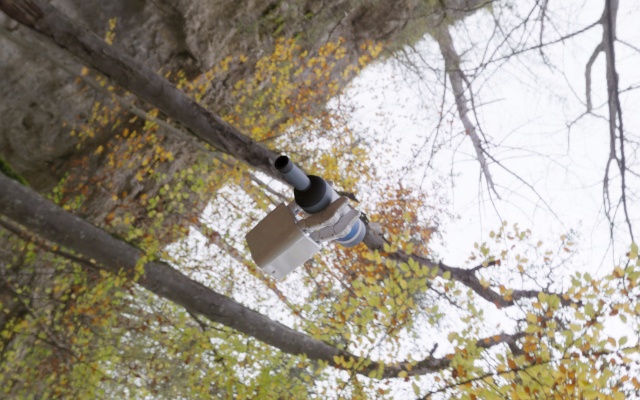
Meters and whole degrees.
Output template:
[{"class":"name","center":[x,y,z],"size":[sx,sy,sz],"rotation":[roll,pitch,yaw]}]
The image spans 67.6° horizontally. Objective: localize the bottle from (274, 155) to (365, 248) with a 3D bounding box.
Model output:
[{"class":"bottle","center":[0.000,0.003,0.891],"size":[0.069,0.069,0.296],"rotation":[0,-26,29]}]
